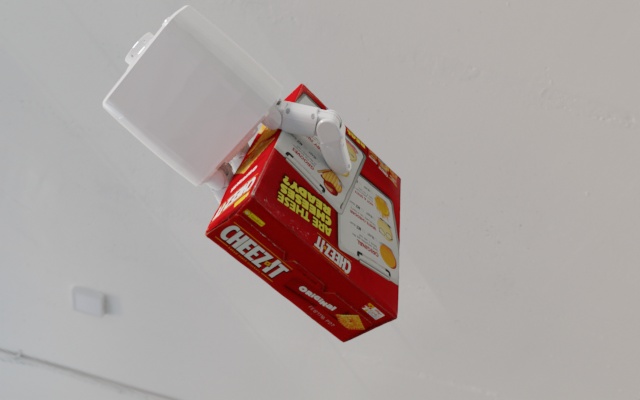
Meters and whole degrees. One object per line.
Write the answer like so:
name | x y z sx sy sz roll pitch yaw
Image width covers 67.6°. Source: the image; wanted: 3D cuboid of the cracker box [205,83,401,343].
cracker box | 0.000 0.001 0.466 0.072 0.164 0.213 -37 22 30
